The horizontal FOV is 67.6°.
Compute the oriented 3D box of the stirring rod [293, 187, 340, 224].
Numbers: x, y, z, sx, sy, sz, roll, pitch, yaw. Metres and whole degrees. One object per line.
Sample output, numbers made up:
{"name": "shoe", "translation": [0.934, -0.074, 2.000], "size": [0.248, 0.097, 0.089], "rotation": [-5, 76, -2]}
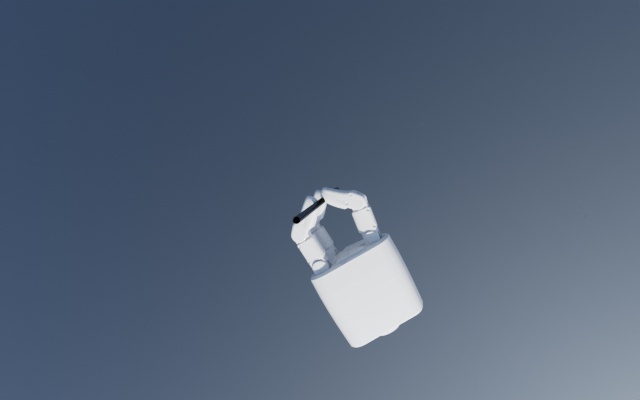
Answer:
{"name": "stirring rod", "translation": [0.000, 0.002, 0.605], "size": [0.011, 0.011, 0.239], "rotation": [0, 9, 12]}
